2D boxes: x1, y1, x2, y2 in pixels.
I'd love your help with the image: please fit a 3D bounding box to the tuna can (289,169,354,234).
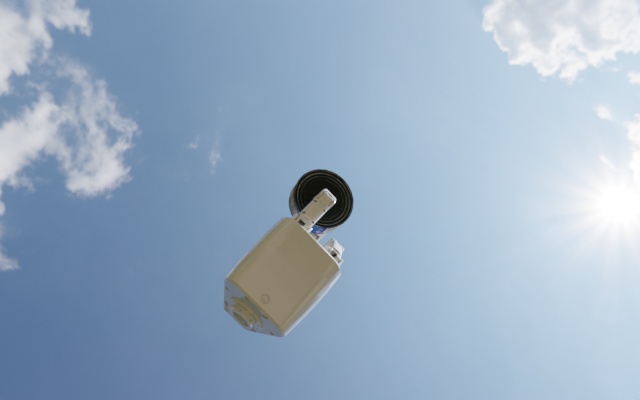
[{"bbox_3d":[0.000,0.002,0.661,0.086,0.086,0.034,0,-20,-21],"label":"tuna can"}]
